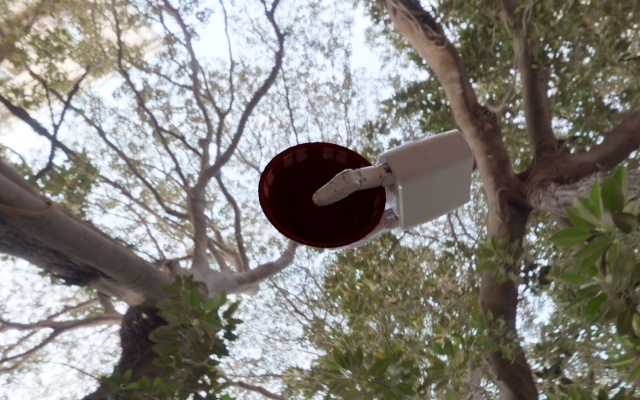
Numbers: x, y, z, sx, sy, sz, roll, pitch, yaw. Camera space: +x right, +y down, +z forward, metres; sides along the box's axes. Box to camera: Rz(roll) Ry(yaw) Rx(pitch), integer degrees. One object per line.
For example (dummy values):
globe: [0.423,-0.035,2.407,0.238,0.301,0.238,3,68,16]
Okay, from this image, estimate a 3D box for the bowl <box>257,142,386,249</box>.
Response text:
bowl: [-0.001,0.002,0.617,0.162,0.162,0.055,0,-34,-7]
